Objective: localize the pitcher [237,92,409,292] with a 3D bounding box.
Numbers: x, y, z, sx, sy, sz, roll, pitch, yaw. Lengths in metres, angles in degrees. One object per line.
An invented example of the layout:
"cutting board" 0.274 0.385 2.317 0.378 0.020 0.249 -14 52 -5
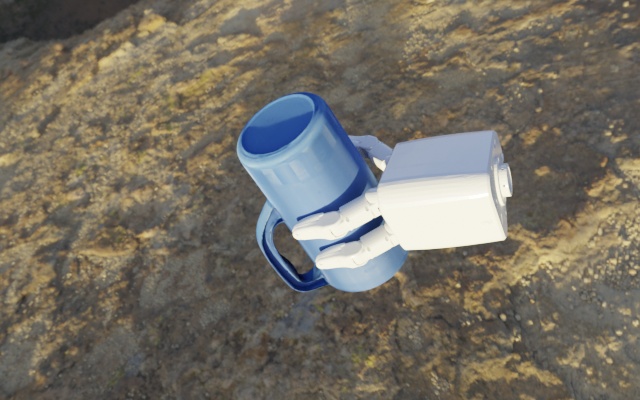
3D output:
"pitcher" 0.000 0.002 0.567 0.145 0.149 0.243 -5 -40 30
